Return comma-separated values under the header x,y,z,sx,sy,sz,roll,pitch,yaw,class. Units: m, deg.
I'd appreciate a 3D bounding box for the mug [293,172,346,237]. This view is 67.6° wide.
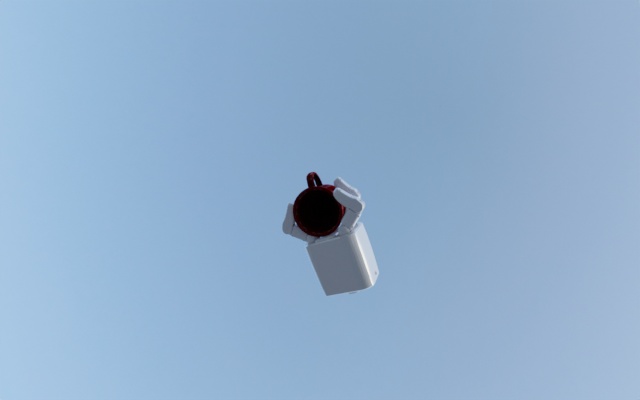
x,y,z,sx,sy,sz,roll,pitch,yaw,class
0.000,0.002,0.892,0.093,0.117,0.081,-19,4,17,mug
